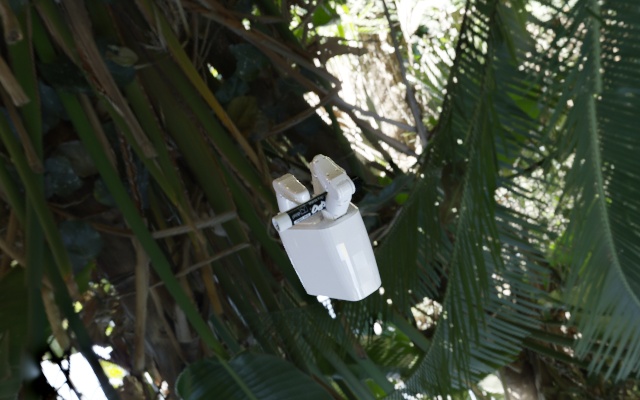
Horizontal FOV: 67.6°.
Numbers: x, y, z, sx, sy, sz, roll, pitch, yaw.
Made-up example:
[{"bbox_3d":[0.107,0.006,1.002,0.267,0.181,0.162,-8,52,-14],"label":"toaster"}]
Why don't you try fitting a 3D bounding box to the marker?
[{"bbox_3d":[0.000,0.002,0.555,0.121,0.020,0.020,-28,11,-22],"label":"marker"}]
